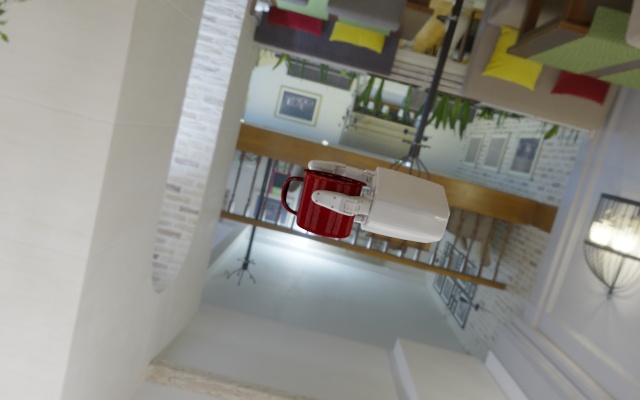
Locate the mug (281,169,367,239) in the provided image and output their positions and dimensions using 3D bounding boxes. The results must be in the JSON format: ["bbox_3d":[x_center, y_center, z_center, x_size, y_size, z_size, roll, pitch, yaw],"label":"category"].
[{"bbox_3d":[-0.001,0.002,0.683,0.117,0.081,0.093,14,8,2],"label":"mug"}]
